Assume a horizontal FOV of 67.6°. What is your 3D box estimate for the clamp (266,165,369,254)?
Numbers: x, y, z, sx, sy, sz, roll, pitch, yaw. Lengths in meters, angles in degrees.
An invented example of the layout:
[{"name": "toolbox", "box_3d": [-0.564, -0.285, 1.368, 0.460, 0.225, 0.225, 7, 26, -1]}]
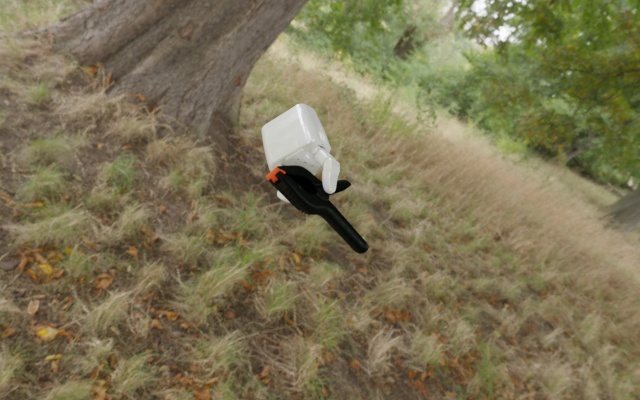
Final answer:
[{"name": "clamp", "box_3d": [0.000, 0.002, 0.807, 0.210, 0.164, 0.036, 22, -52, -42]}]
